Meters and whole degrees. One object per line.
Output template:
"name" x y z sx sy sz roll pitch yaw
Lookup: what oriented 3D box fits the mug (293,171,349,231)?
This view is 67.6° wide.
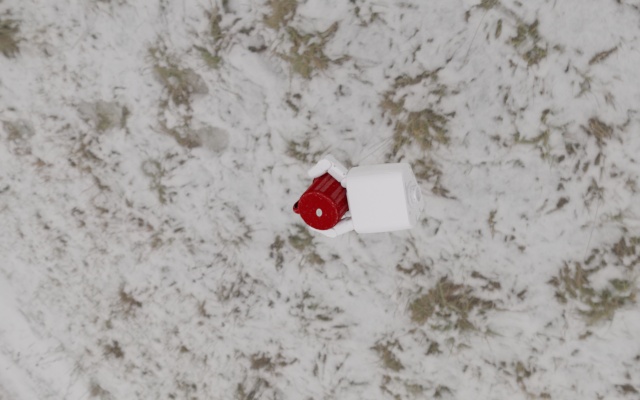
"mug" -0.001 0.003 0.878 0.117 0.093 0.081 -7 24 30
